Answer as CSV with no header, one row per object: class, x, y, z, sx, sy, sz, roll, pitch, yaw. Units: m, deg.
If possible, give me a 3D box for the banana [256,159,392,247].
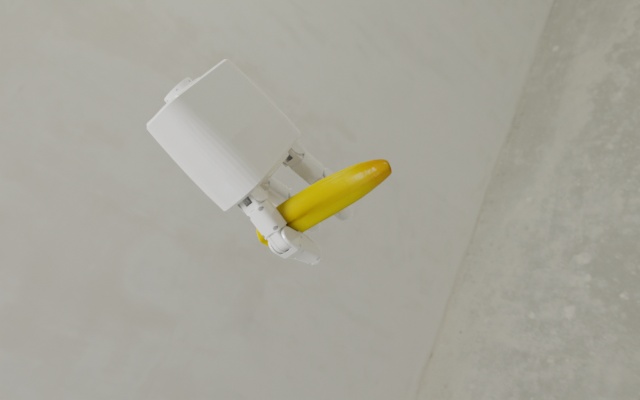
banana,-0.014,0.010,0.477,0.069,0.037,0.198,-29,-3,-42
